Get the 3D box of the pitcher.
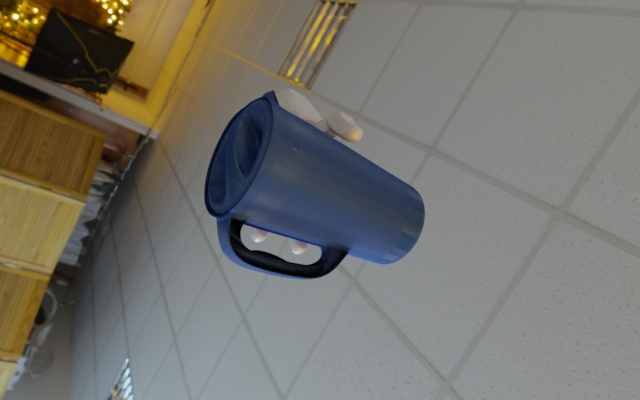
[{"bbox_3d":[0.000,0.002,0.541,0.243,0.149,0.145,24,23,-32],"label":"pitcher"}]
